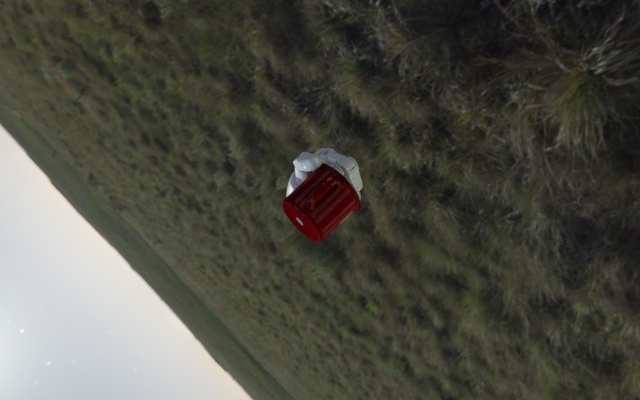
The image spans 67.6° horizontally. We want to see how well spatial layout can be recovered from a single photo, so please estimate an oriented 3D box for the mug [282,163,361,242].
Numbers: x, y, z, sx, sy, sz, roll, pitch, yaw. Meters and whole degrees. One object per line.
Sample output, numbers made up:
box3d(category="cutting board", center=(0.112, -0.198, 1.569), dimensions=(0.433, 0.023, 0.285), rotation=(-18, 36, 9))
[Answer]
box3d(category="mug", center=(0.000, 0.002, 0.689), dimensions=(0.081, 0.093, 0.117), rotation=(-43, -8, -19))
